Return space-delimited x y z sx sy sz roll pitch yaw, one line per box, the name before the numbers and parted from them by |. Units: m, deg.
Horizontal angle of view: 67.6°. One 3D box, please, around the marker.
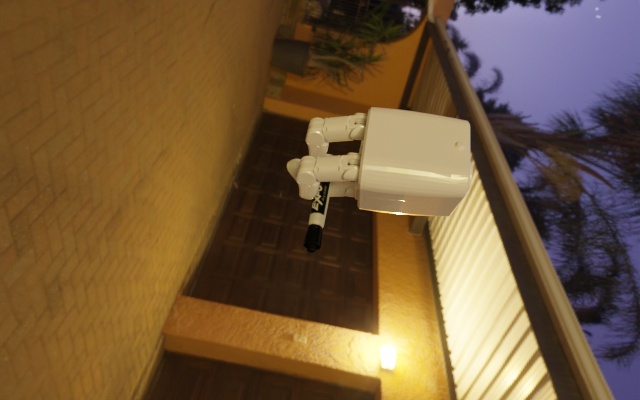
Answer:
marker | 0.000 0.002 0.528 0.020 0.121 0.020 8 -31 5
